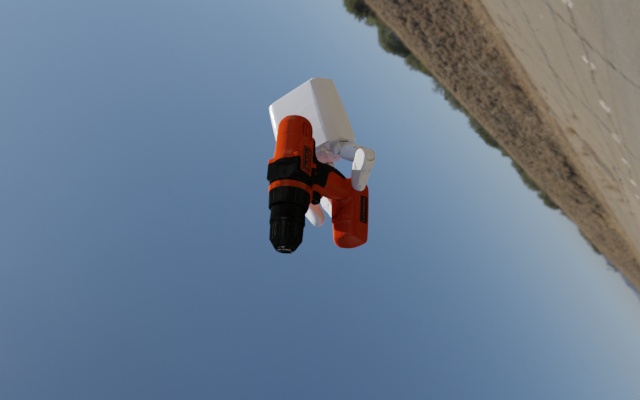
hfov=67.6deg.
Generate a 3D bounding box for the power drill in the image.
[{"bbox_3d":[0.000,0.002,0.642,0.057,0.184,0.188,-10,-27,30],"label":"power drill"}]
